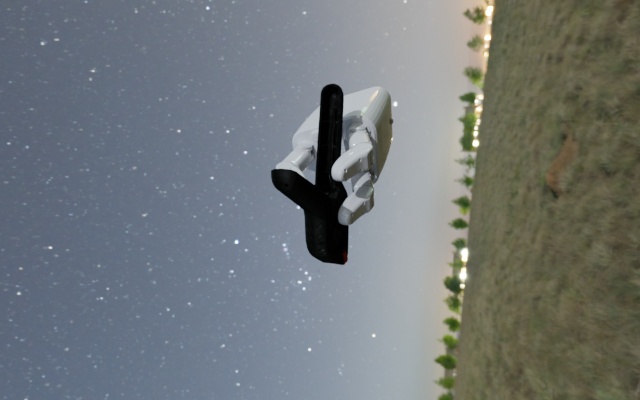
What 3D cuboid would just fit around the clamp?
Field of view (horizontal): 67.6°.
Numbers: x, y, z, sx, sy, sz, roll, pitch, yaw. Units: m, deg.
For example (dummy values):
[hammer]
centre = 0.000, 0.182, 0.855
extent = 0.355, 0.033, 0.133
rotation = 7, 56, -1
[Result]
[clamp]
centre = -0.001, 0.002, 0.519
extent = 0.036, 0.210, 0.164
rotation = 7, 36, 20
